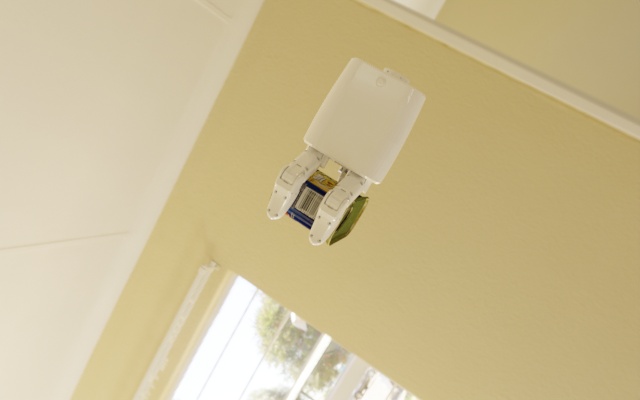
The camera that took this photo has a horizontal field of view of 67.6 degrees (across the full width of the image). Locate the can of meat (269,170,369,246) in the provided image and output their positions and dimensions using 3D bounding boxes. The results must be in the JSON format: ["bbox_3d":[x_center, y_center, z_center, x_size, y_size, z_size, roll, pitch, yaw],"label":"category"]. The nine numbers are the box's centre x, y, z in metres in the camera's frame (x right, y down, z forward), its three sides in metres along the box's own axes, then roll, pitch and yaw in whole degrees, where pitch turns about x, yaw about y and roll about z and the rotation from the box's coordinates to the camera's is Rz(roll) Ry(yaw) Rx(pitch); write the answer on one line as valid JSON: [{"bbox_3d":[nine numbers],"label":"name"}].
[{"bbox_3d":[0.000,0.002,0.556,0.084,0.057,0.102,32,13,13],"label":"can of meat"}]
